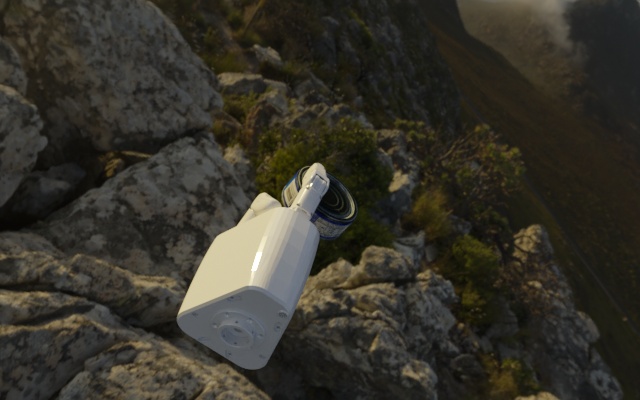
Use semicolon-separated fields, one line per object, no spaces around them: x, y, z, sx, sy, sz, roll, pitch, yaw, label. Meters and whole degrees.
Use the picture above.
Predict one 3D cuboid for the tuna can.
0.000;0.001;0.547;0.086;0.086;0.034;0;-39;-48;tuna can
